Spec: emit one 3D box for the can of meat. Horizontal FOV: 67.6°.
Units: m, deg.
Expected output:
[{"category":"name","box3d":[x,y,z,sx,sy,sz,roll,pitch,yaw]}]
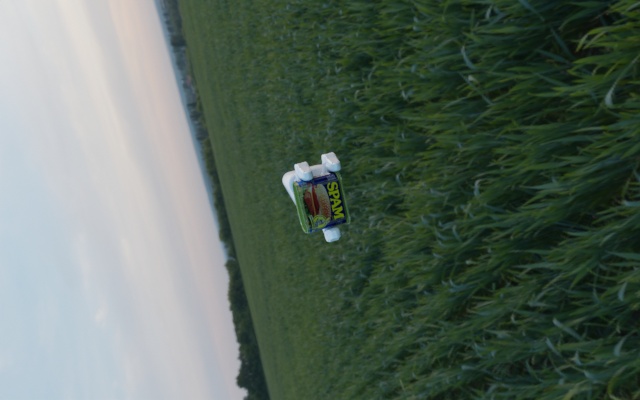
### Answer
[{"category":"can of meat","box3d":[0.000,0.003,0.874,0.084,0.102,0.057,-15,12,-12]}]
